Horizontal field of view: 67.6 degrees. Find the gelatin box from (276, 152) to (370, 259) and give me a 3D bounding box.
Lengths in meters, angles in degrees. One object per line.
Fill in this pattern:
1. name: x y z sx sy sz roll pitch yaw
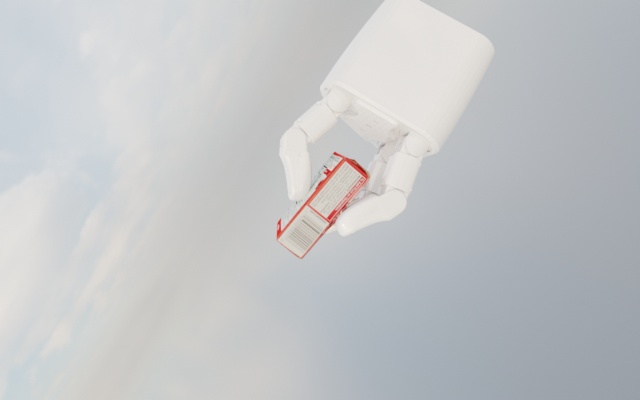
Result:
1. gelatin box: -0.001 0.001 0.411 0.030 0.089 0.073 40 3 -9
